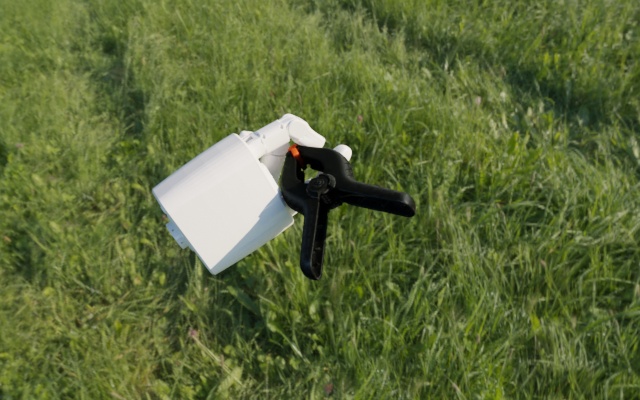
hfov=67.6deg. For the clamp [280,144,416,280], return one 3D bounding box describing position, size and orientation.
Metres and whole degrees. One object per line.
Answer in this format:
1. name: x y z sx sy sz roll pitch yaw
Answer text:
1. clamp: 0.000 0.001 0.482 0.120 0.039 0.171 -35 42 -13
